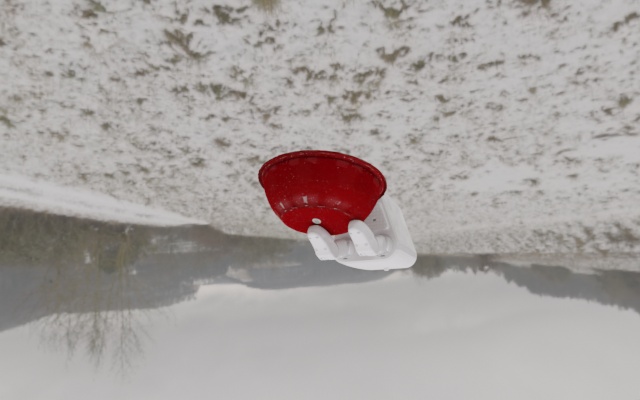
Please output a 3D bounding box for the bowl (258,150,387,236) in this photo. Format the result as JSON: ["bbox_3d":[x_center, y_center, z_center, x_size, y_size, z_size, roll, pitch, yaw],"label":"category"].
[{"bbox_3d":[-0.001,0.002,0.587,0.162,0.055,0.162,5,-25,2],"label":"bowl"}]
